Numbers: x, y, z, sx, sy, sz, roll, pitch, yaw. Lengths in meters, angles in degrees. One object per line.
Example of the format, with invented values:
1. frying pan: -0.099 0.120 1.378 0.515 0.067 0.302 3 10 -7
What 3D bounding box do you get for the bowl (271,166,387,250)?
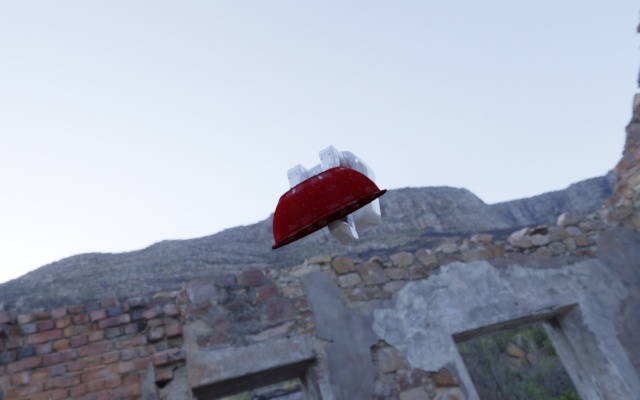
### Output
1. bowl: 0.000 0.001 0.599 0.162 0.055 0.162 -27 -6 -3
